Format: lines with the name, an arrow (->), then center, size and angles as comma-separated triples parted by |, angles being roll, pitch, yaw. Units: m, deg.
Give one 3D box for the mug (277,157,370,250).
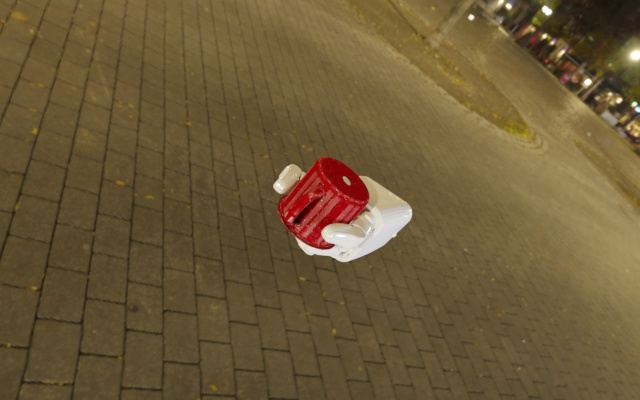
mug -> -0.001, 0.002, 0.583 | 0.081, 0.093, 0.117 | -49, -20, 28
